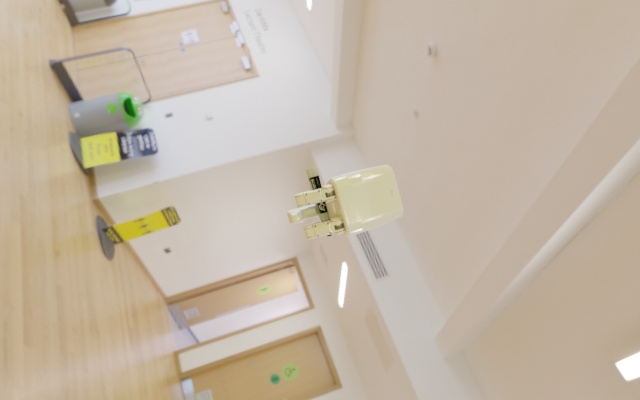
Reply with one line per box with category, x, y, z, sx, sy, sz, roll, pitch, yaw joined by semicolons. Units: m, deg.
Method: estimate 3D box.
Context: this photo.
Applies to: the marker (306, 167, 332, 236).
marker;0.000;0.003;0.813;0.020;0.121;0.020;-15;6;2
